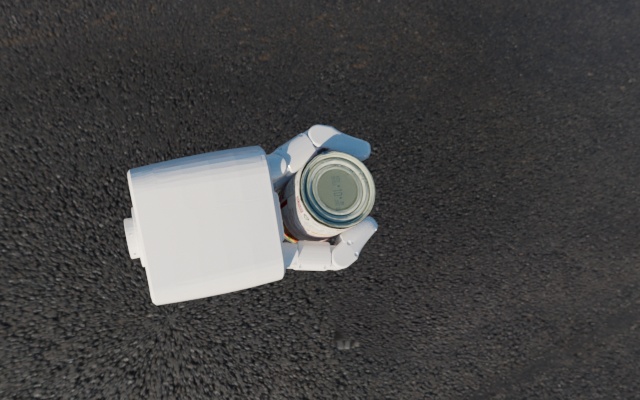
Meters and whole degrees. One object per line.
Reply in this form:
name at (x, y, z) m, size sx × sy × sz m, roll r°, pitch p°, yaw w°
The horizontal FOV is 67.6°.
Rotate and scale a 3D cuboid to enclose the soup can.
soup can at (0.001, 0.001, 0.433) m, size 0.068 × 0.068 × 0.102 m, roll 0°, pitch -13°, yaw -17°
